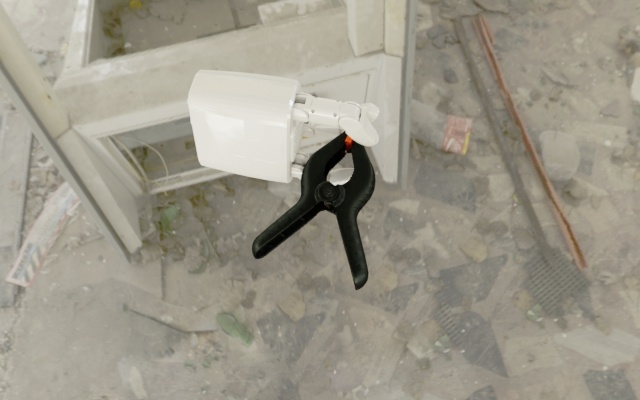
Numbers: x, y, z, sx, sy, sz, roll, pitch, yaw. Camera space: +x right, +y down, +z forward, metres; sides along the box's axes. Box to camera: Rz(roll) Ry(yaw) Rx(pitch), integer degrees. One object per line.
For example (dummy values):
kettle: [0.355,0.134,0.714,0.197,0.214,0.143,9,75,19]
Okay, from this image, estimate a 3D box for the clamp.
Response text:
clamp: [0.000,0.001,0.498,0.120,0.171,0.039,10,-24,4]
